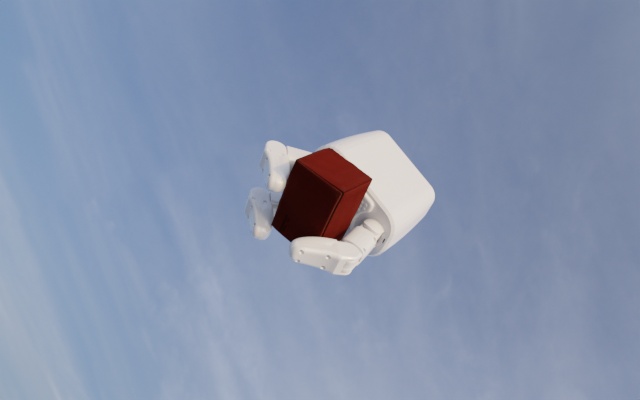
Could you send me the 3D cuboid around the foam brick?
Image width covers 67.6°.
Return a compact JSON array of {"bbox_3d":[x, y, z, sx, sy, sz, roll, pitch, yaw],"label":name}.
[{"bbox_3d":[0.000,0.001,0.424,0.053,0.078,0.051,39,37,20],"label":"foam brick"}]
